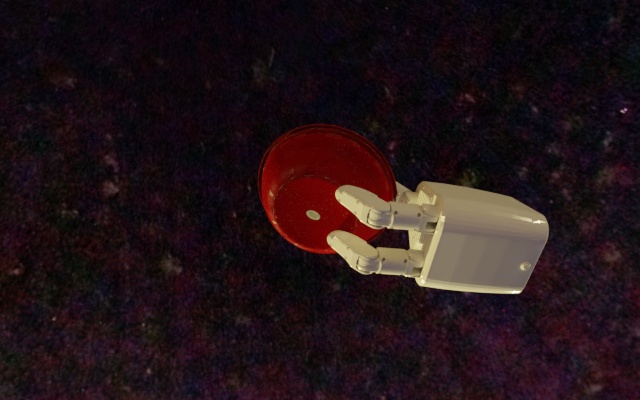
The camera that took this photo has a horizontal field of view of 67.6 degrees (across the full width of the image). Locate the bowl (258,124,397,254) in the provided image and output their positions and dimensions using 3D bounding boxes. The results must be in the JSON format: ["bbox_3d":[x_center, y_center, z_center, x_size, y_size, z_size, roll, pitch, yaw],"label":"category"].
[{"bbox_3d":[-0.001,0.002,0.521,0.162,0.162,0.055,0,28,15],"label":"bowl"}]
